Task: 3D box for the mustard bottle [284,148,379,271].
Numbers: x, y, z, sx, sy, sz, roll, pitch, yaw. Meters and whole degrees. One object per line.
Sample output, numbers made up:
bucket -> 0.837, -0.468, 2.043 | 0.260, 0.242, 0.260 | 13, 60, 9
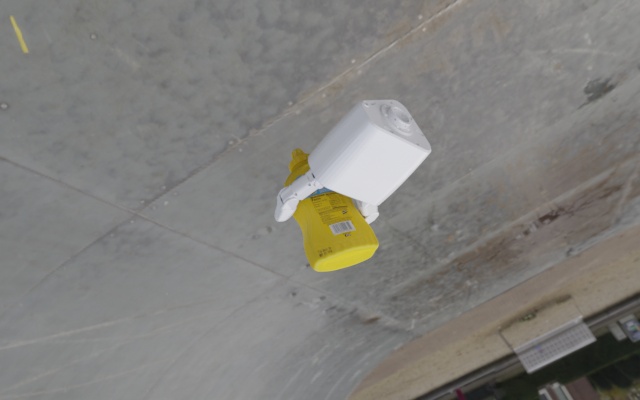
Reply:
mustard bottle -> 0.000, 0.003, 0.673 | 0.096, 0.191, 0.058 | -12, -31, -23
